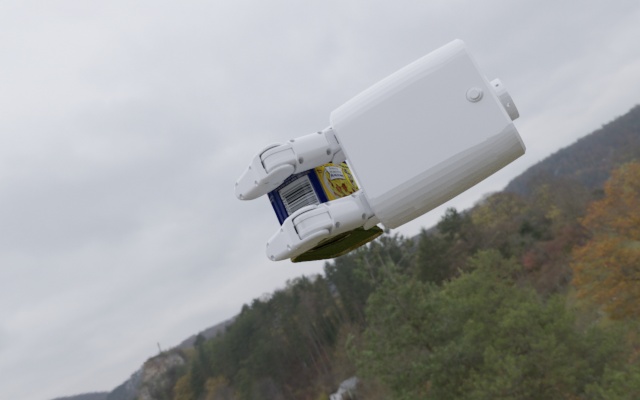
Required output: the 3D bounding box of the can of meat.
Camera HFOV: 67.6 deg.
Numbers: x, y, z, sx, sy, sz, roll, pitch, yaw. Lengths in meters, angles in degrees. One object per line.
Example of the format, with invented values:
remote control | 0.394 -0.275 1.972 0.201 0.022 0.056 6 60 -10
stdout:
can of meat | 0.000 0.001 0.402 0.057 0.084 0.102 -30 -16 21
